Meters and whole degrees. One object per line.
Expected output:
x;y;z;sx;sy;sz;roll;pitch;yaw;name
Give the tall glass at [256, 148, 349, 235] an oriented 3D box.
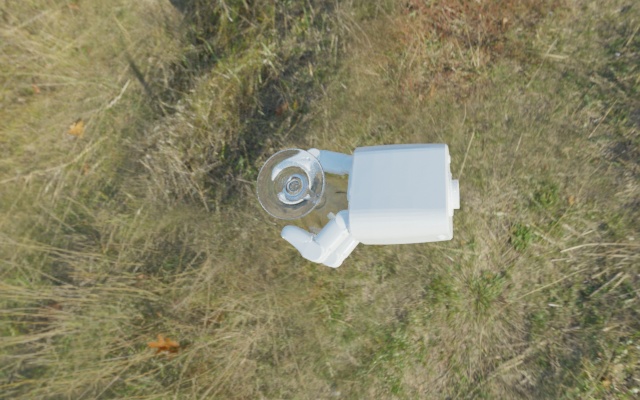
0.000;0.002;0.573;0.079;0.079;0.201;0;-11;18;tall glass
